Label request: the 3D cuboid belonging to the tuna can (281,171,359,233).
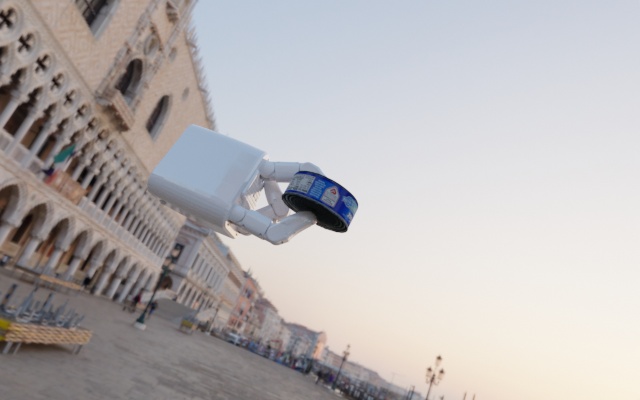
[{"bbox_3d":[0.000,0.001,0.552,0.086,0.033,0.086,26,-17,9],"label":"tuna can"}]
